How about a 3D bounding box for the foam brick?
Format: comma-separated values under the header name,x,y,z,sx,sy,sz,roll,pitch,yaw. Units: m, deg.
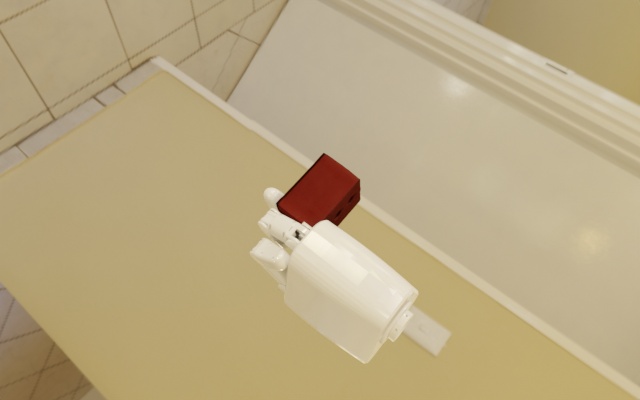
name,x,y,z,sx,sy,sz,roll,pitch,yaw
foam brick,0.000,0.001,0.503,0.051,0.078,0.053,35,-18,20
